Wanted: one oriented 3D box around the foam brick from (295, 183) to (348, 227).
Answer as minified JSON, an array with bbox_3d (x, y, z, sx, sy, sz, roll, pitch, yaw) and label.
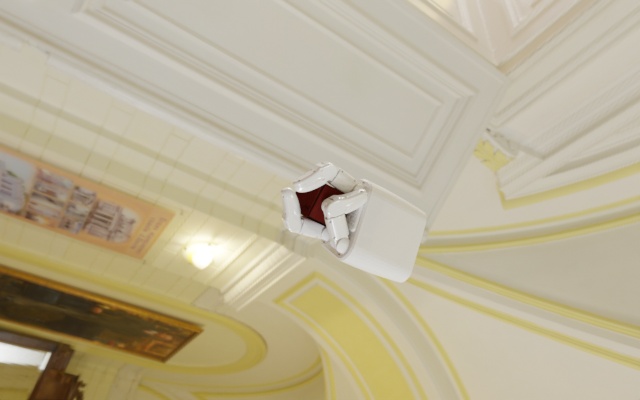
[{"bbox_3d":[0.000,0.002,0.656,0.051,0.053,0.078,25,3,-24],"label":"foam brick"}]
